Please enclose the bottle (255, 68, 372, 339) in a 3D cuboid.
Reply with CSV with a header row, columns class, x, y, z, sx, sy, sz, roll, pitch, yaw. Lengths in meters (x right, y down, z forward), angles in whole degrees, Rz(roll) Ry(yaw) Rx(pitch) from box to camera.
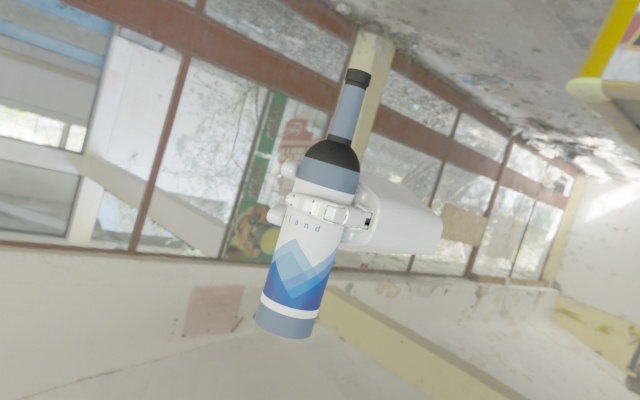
class,x,y,z,sx,sy,sz,roll,pitch,yaw
bottle,0.000,0.002,0.528,0.069,0.296,0.069,17,5,-1
